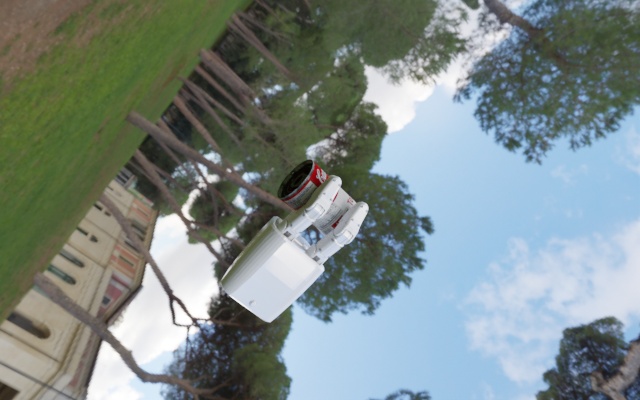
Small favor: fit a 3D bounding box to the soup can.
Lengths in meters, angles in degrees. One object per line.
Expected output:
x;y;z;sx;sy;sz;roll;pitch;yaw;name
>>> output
0.001;0.002;0.659;0.102;0.068;0.068;43;-19;-22;soup can
